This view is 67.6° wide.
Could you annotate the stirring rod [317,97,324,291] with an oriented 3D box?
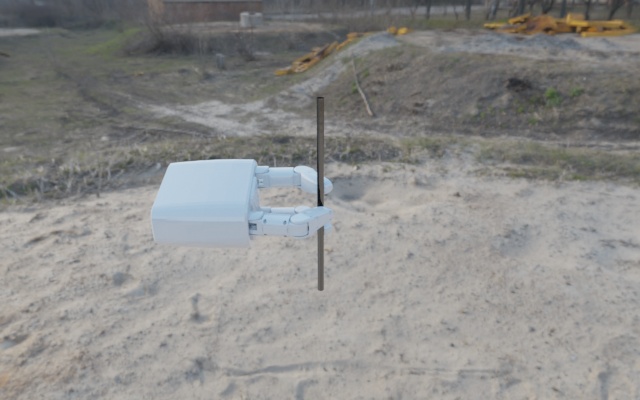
[{"bbox_3d":[0.000,0.002,0.551,0.011,0.240,0.011,0,24,0],"label":"stirring rod"}]
